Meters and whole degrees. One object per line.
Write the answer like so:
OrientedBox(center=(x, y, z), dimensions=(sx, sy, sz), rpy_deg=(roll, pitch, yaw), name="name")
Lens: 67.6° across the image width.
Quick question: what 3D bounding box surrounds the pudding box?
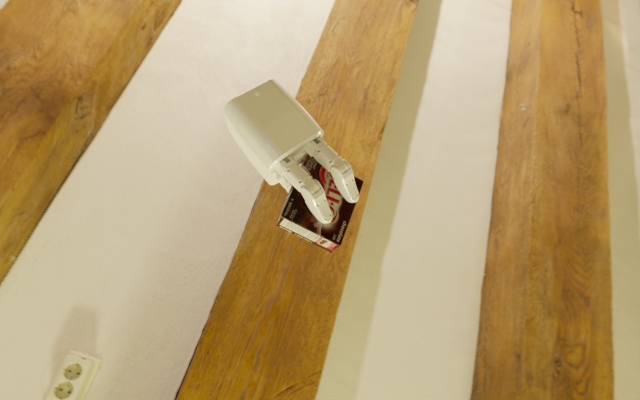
OrientedBox(center=(0.000, 0.002, 0.659), dimensions=(0.090, 0.113, 0.039), rpy_deg=(27, -28, -9), name="pudding box")
